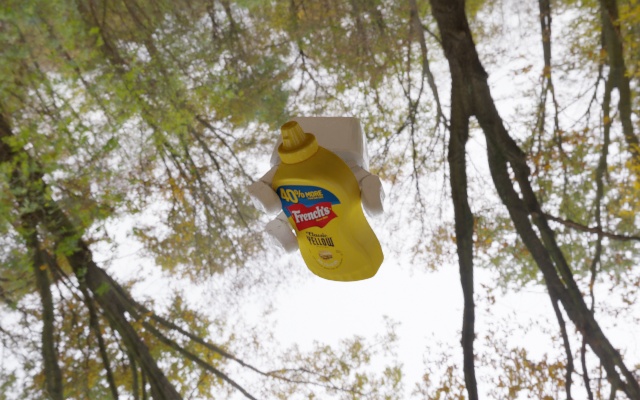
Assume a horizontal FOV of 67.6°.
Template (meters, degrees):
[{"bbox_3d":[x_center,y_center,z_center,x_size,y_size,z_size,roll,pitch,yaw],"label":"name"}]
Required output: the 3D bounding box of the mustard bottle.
[{"bbox_3d":[0.000,0.002,0.516,0.096,0.192,0.058,2,38,35],"label":"mustard bottle"}]
